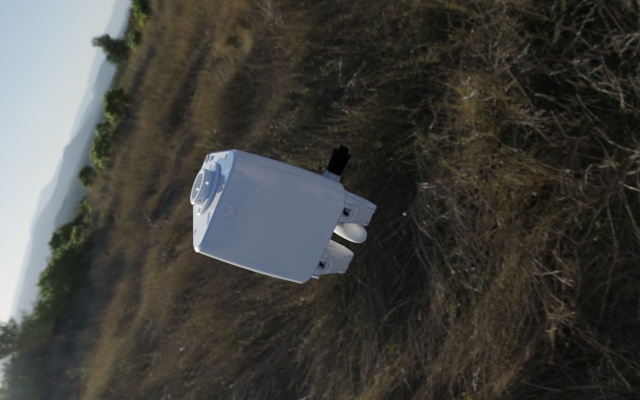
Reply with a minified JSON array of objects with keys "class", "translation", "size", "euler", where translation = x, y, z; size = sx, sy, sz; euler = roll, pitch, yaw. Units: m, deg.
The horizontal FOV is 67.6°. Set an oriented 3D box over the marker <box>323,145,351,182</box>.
[{"class":"marker","translation":[0.000,0.002,0.481],"size":[0.020,0.121,0.020],"euler":[23,10,-4]}]
